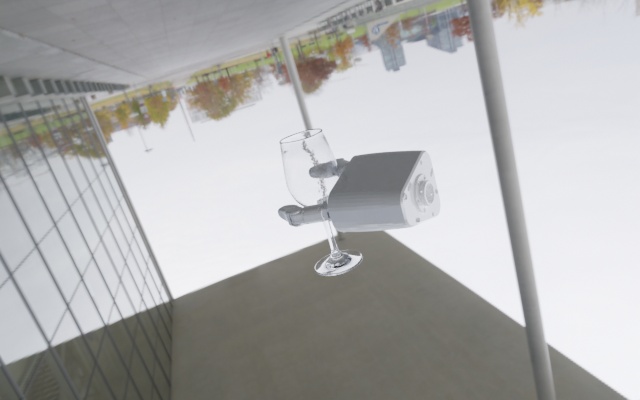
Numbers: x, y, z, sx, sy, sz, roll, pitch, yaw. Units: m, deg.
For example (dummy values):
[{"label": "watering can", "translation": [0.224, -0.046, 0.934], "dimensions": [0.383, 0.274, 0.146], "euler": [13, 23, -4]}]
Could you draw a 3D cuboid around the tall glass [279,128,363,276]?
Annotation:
[{"label": "tall glass", "translation": [0.000, 0.003, 0.682], "dimensions": [0.079, 0.201, 0.079], "euler": [-15, 18, 5]}]
